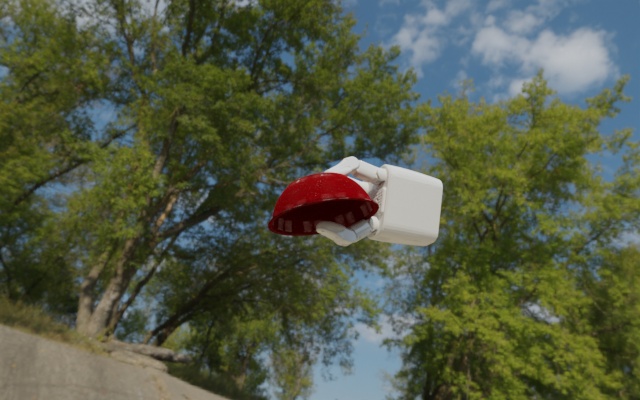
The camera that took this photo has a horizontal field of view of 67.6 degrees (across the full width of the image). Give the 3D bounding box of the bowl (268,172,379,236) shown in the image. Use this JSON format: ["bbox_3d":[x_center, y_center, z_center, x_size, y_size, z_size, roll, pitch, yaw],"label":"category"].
[{"bbox_3d":[-0.001,0.002,0.692,0.162,0.055,0.162,-10,-18,-3],"label":"bowl"}]
